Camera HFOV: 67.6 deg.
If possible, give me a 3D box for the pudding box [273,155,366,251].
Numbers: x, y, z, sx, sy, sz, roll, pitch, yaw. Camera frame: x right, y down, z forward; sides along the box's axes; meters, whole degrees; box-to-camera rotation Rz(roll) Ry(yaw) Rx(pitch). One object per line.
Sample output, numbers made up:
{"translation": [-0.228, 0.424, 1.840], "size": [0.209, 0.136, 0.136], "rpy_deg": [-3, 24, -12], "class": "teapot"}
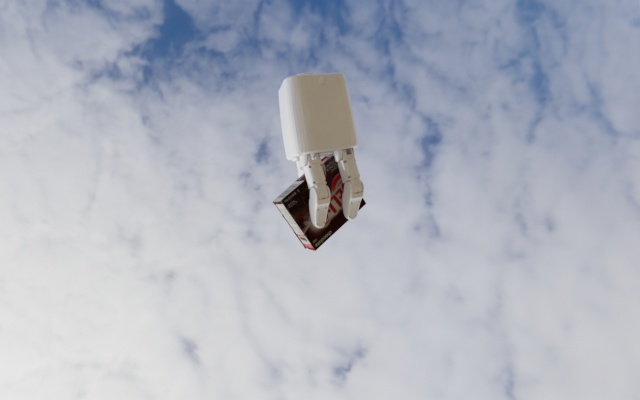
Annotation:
{"translation": [0.000, 0.002, 0.687], "size": [0.113, 0.090, 0.039], "rpy_deg": [-41, 18, -21], "class": "pudding box"}
